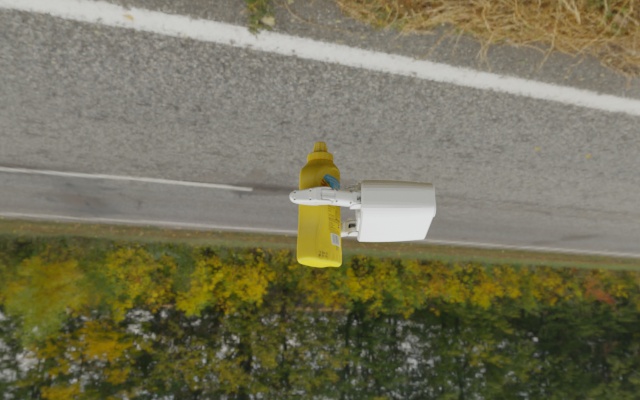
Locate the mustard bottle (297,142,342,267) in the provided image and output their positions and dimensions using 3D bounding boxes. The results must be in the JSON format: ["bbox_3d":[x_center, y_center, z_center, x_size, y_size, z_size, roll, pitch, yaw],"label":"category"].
[{"bbox_3d":[0.000,0.003,0.730,0.058,0.191,0.096,-6,-15,24],"label":"mustard bottle"}]
